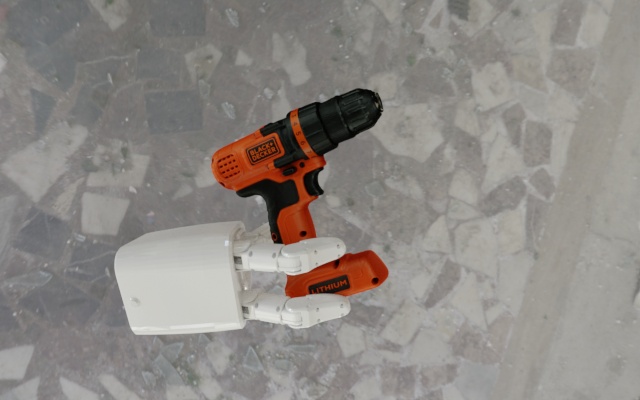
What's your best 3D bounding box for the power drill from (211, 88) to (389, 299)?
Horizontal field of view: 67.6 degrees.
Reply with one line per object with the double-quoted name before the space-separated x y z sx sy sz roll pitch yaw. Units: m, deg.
"power drill" 0.000 0.002 0.475 0.184 0.187 0.057 -21 1 20
